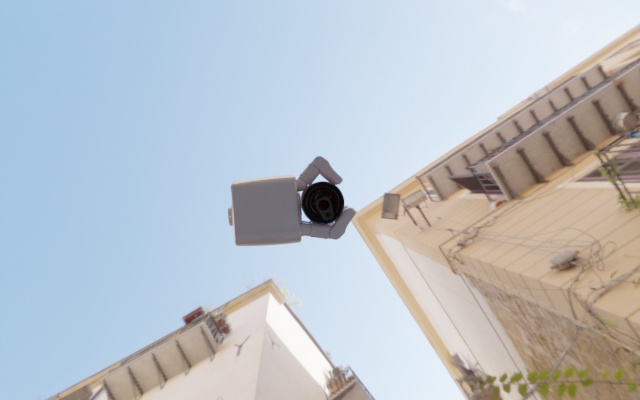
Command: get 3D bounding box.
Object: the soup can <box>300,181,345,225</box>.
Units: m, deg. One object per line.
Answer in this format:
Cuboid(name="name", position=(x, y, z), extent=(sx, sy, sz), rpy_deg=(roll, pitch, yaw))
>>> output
Cuboid(name="soup can", position=(0.001, 0.002, 0.794), extent=(0.068, 0.068, 0.102), rpy_deg=(0, 1, -4))
